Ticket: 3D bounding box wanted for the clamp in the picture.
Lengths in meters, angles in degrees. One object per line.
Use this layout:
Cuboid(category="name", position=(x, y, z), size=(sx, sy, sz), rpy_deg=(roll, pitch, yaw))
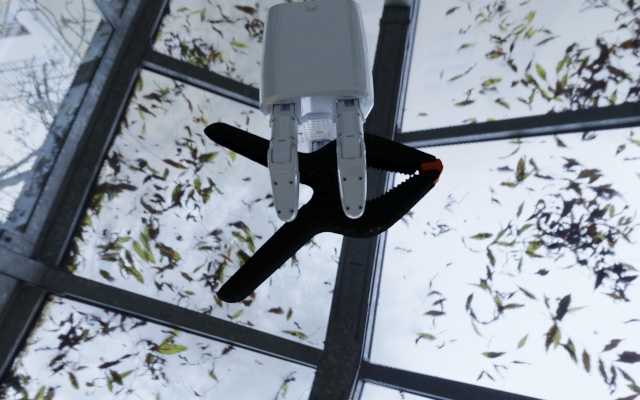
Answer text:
Cuboid(category="clamp", position=(0.001, 0.001, 0.411), size=(0.210, 0.164, 0.036), rpy_deg=(-3, -18, 4))
